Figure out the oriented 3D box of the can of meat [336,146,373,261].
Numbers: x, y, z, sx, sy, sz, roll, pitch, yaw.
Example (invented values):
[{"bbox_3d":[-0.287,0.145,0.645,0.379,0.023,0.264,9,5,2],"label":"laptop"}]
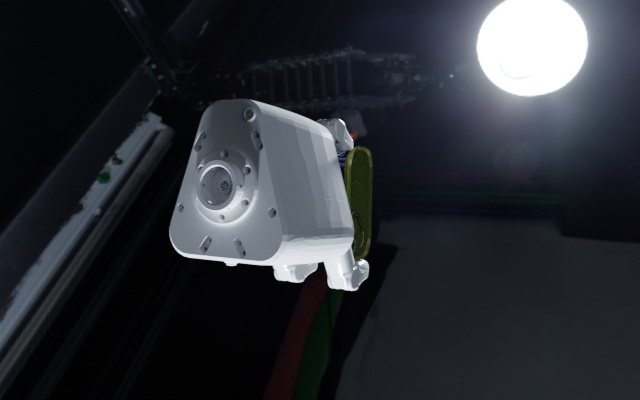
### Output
[{"bbox_3d":[0.000,0.001,0.449,0.084,0.102,0.057,2,3,24],"label":"can of meat"}]
